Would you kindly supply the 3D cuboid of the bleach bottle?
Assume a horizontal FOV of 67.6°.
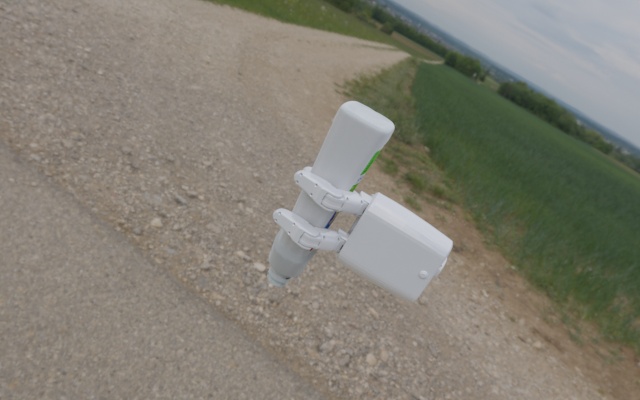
[{"bbox_3d":[0.000,0.002,0.602,0.068,0.251,0.102,31,21,5],"label":"bleach bottle"}]
